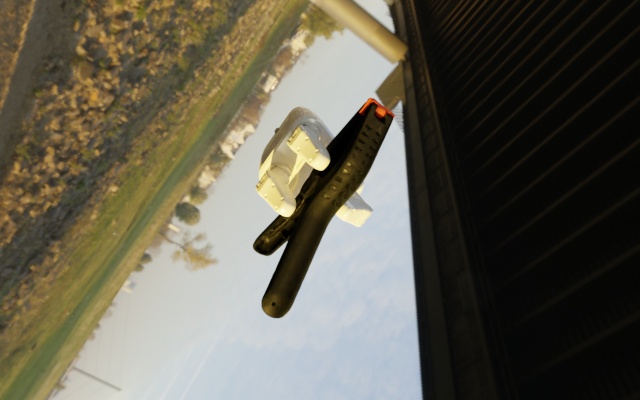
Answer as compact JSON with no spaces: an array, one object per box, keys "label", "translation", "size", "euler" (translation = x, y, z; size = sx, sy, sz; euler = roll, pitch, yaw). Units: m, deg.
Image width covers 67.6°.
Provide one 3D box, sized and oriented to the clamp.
[{"label":"clamp","translation":[0.001,0.001,0.446],"size":[0.036,0.210,0.164],"euler":[33,13,-18]}]
